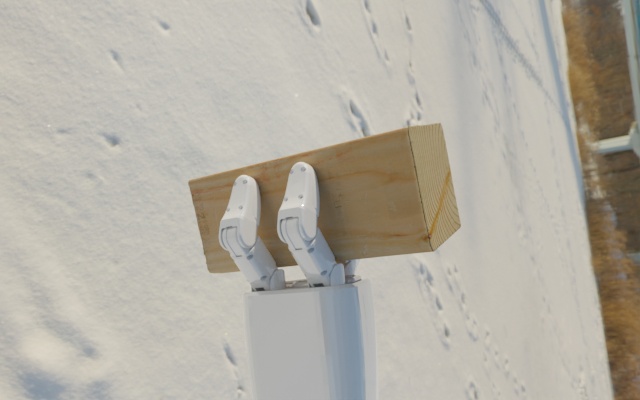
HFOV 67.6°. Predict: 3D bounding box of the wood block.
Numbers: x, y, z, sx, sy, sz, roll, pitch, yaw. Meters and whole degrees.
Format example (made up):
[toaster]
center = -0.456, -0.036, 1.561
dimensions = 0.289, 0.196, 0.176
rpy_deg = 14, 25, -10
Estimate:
[wood block]
center = 0.000, 0.002, 0.409
dimensions = 0.206, 0.090, 0.091
rpy_deg = -10, 4, 30
